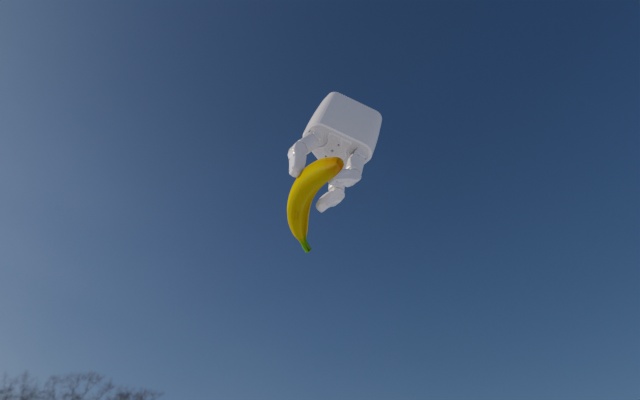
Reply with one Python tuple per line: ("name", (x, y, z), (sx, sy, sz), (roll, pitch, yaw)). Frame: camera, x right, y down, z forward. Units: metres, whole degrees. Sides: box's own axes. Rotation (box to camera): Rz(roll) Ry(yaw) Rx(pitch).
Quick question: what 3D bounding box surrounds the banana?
("banana", (-0.016, -0.005, 0.731), (0.069, 0.198, 0.037), (33, 46, 15))
